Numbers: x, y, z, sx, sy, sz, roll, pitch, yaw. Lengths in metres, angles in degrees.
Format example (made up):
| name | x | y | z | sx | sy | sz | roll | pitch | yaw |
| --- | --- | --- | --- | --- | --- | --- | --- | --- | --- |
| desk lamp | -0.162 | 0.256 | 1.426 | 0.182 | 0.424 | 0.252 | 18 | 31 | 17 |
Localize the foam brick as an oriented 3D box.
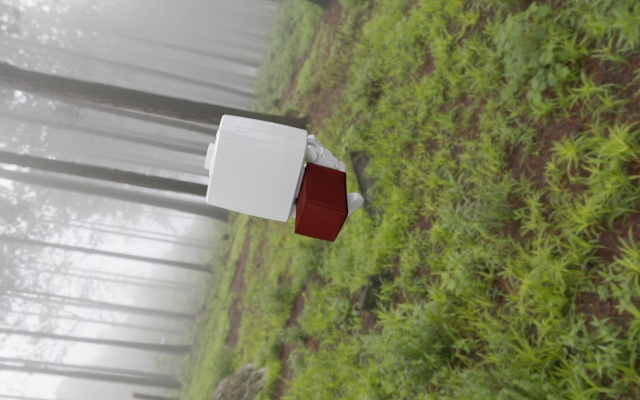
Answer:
| name | x | y | z | sx | sy | sz | roll | pitch | yaw |
| --- | --- | --- | --- | --- | --- | --- | --- | --- | --- |
| foam brick | 0.000 | 0.002 | 0.573 | 0.051 | 0.053 | 0.078 | 13 | 39 | -11 |
